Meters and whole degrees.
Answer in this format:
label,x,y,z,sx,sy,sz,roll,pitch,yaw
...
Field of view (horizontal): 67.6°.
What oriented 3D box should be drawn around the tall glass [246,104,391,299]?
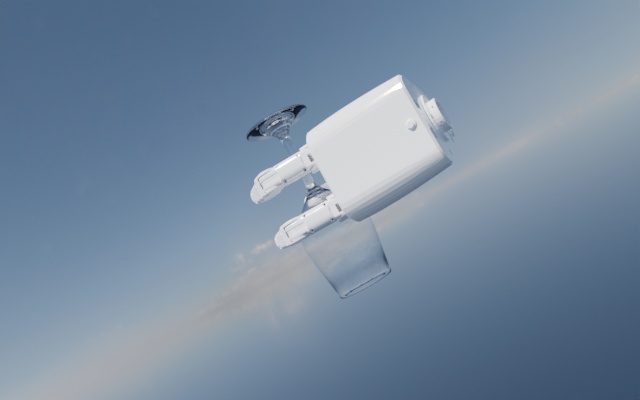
label,x,y,z,sx,sy,sz,roll,pitch,yaw
tall glass,0.000,0.001,0.511,0.079,0.201,0.079,-28,-5,-3
